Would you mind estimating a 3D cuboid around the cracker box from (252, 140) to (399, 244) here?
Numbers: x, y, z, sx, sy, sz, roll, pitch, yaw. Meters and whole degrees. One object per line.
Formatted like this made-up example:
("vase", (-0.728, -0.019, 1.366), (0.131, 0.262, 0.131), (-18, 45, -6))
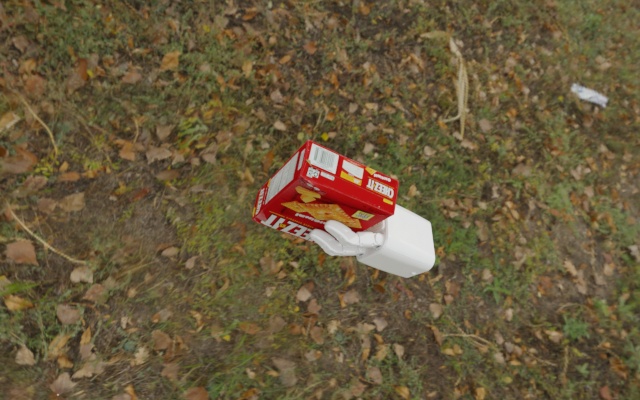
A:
("cracker box", (0.000, 0.002, 0.792), (0.164, 0.072, 0.214), (22, -29, -19))
